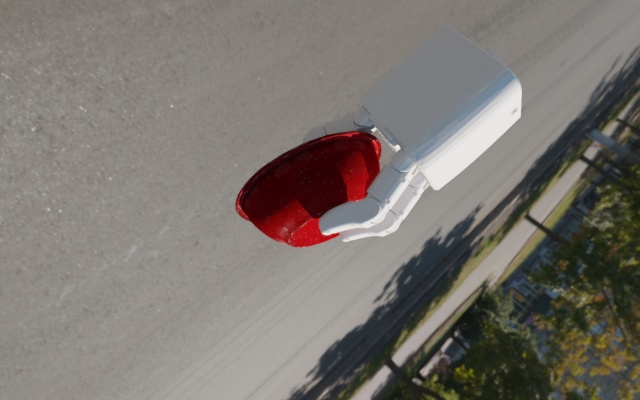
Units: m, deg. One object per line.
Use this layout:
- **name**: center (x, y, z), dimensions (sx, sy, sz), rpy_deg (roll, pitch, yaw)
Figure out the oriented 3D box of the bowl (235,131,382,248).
- **bowl**: center (-0.001, 0.003, 0.479), dimensions (0.162, 0.055, 0.162), rpy_deg (-22, -21, -9)
